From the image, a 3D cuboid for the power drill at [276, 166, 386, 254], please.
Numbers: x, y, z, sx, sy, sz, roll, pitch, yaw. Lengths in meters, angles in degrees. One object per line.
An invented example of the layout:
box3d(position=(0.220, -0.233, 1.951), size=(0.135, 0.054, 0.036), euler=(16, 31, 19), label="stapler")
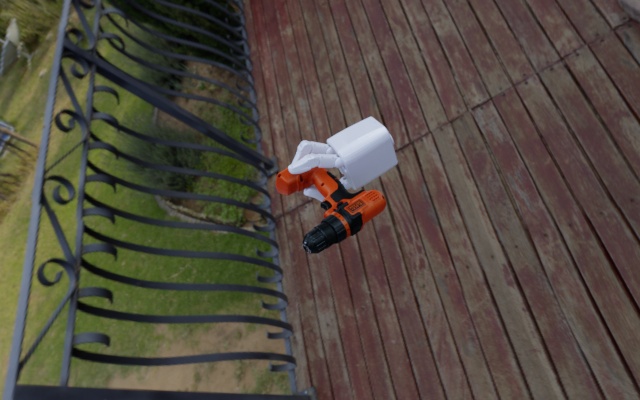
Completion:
box3d(position=(0.000, 0.003, 0.894), size=(0.184, 0.057, 0.187), euler=(-30, 54, -28), label="power drill")
